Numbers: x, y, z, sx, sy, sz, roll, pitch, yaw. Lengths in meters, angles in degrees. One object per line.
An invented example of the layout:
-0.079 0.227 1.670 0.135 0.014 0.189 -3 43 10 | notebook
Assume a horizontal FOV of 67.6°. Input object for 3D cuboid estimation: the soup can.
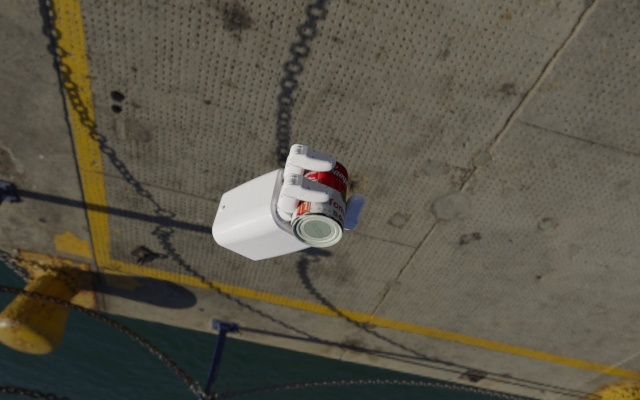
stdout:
0.001 0.002 0.630 0.068 0.102 0.069 4 -42 4 | soup can
